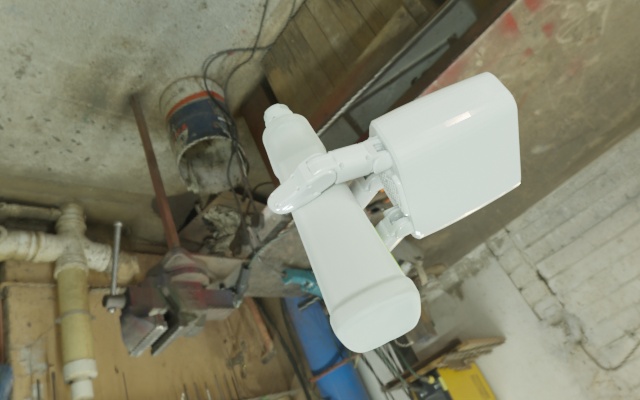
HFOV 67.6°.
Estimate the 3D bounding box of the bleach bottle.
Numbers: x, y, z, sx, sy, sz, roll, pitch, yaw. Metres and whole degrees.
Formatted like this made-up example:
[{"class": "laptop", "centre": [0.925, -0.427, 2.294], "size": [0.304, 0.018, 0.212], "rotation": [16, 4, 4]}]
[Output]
[{"class": "bleach bottle", "centre": [0.000, 0.001, 0.425], "size": [0.068, 0.250, 0.103], "rotation": [-26, -32, -1]}]
